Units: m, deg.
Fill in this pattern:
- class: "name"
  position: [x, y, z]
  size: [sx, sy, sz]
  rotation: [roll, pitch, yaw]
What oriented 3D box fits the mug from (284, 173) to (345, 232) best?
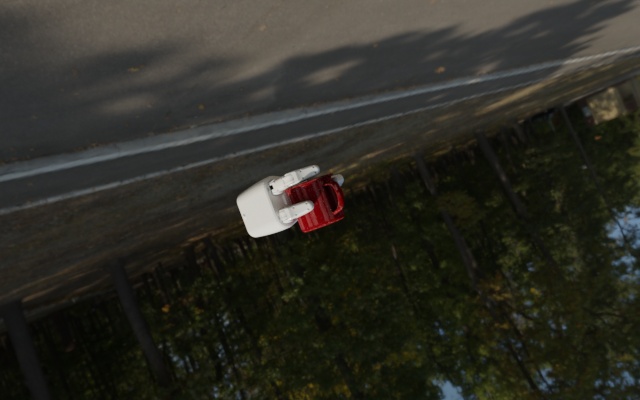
- class: "mug"
  position: [0.001, 0.003, 0.835]
  size: [0.093, 0.081, 0.117]
  rotation: [-20, -1, -43]
